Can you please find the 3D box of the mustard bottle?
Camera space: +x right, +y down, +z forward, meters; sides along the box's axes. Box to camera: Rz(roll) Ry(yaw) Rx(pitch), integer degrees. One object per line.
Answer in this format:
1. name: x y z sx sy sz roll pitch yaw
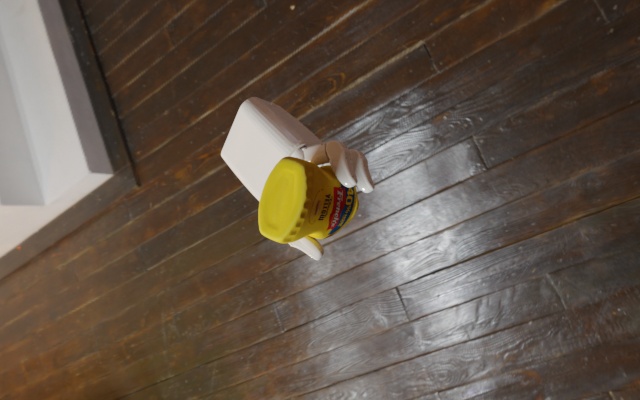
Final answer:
1. mustard bottle: 0.000 0.002 0.606 0.058 0.096 0.191 19 7 27
